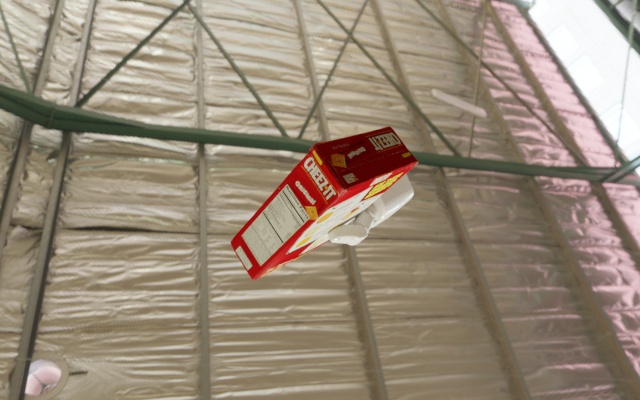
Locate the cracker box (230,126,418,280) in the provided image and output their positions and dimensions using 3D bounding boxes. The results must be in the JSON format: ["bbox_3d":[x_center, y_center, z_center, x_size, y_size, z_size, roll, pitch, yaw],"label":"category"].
[{"bbox_3d":[0.000,0.002,0.623,0.164,0.072,0.214,-22,-18,-48],"label":"cracker box"}]
